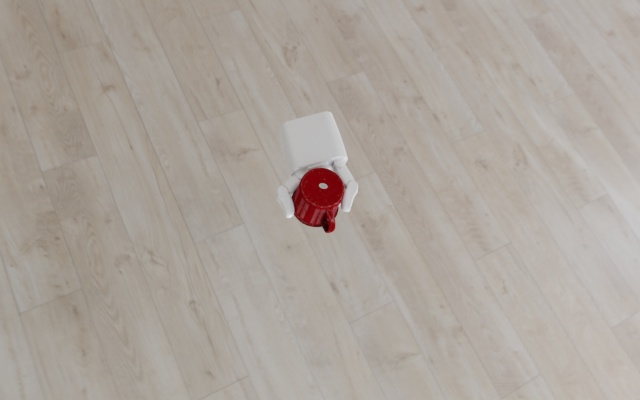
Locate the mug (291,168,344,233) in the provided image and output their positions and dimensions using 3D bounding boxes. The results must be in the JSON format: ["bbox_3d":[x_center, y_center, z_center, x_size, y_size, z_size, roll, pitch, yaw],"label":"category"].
[{"bbox_3d":[0.001,0.004,0.867,0.093,0.117,0.081,-13,-20,-16],"label":"mug"}]
